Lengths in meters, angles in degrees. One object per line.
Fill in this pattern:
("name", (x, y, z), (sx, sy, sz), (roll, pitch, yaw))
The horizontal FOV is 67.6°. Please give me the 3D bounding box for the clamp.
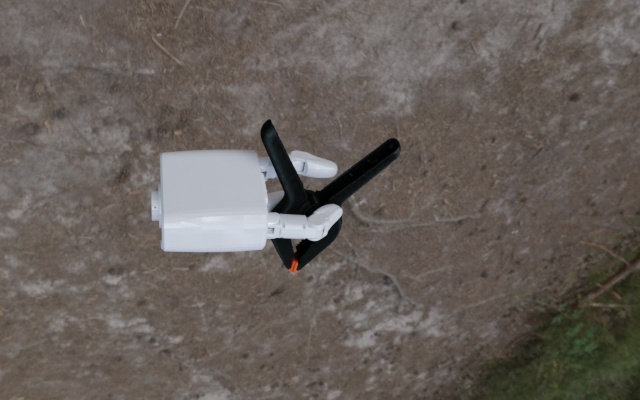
("clamp", (0.000, 0.003, 0.573), (0.164, 0.210, 0.036), (0, 37, -17))
